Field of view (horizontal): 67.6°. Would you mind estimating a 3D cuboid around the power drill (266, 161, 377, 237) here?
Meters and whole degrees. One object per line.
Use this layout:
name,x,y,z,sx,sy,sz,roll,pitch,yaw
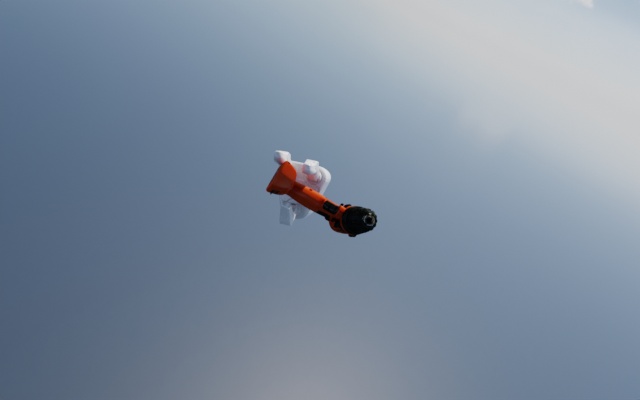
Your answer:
power drill,0.000,0.003,0.848,0.188,0.057,0.184,33,-12,-10
